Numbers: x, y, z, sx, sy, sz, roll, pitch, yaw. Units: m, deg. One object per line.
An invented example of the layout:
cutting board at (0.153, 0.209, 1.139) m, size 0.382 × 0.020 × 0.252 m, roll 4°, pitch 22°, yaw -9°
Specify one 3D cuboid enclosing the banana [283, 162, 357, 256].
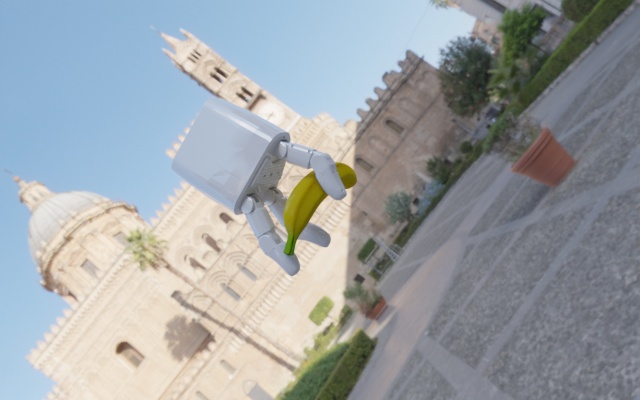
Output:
banana at (0.002, -0.012, 0.602) m, size 0.037 × 0.070 × 0.197 m, roll 24°, pitch 37°, yaw 18°
